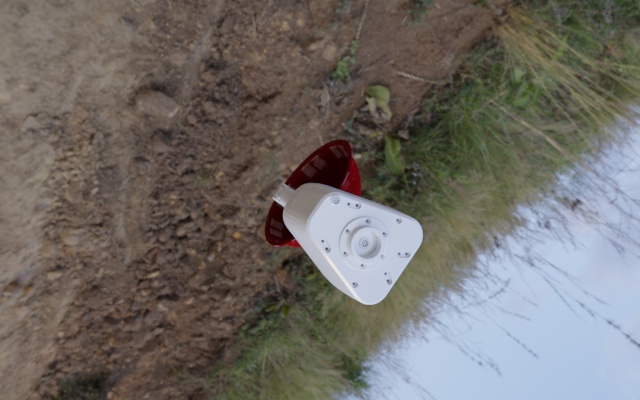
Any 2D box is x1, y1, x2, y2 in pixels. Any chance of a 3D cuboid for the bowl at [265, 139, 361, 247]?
[{"bbox_3d":[0.000,0.002,0.613,0.055,0.162,0.162,37,-18,-25],"label":"bowl"}]
